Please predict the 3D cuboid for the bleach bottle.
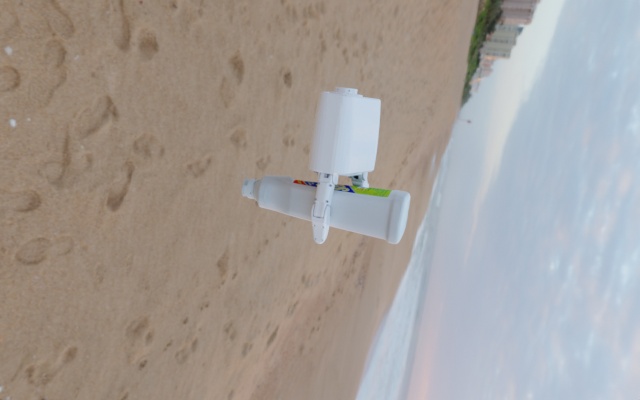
[{"bbox_3d":[0.000,0.002,0.705,0.251,0.068,0.102,10,12,14],"label":"bleach bottle"}]
